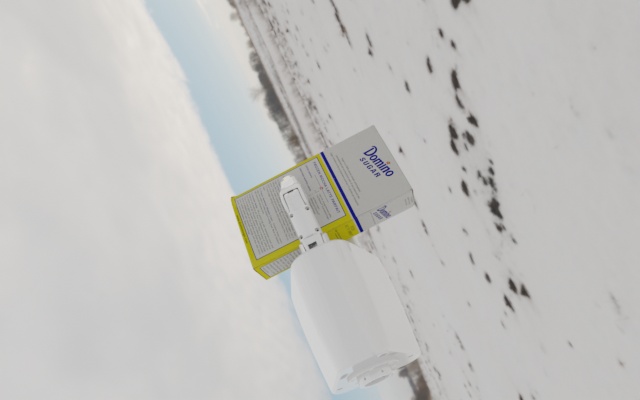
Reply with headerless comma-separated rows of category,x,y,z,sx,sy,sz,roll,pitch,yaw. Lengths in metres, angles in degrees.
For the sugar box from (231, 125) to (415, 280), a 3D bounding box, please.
sugar box,0.000,0.002,0.503,0.176,0.093,0.048,-25,-30,1
